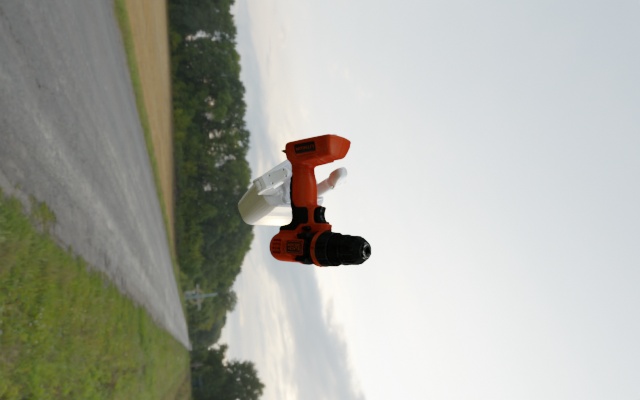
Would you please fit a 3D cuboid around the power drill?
[{"bbox_3d":[0.000,0.002,0.693,0.184,0.187,0.057,-3,-11,43],"label":"power drill"}]
